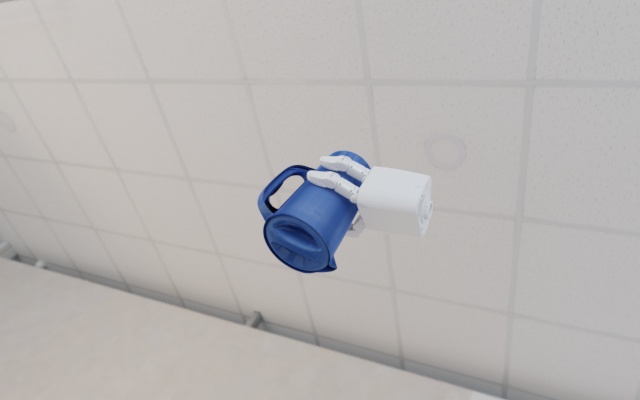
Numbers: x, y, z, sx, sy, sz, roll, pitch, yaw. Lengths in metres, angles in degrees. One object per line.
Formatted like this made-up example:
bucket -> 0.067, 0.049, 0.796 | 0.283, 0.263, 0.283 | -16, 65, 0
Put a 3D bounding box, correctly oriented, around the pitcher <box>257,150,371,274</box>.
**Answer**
pitcher -> 0.000, 0.003, 0.894 | 0.145, 0.149, 0.242 | 9, 41, 26
